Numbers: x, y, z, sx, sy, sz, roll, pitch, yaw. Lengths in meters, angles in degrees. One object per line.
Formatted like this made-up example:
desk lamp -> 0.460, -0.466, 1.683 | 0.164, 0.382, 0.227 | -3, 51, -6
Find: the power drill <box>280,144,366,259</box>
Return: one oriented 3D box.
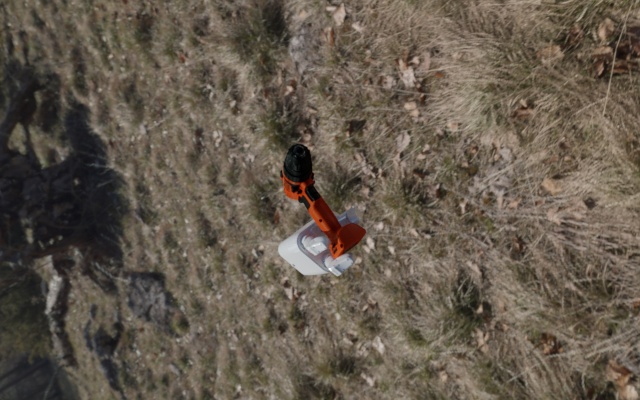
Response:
power drill -> 0.000, 0.003, 0.826 | 0.057, 0.187, 0.184 | -33, -13, -13
